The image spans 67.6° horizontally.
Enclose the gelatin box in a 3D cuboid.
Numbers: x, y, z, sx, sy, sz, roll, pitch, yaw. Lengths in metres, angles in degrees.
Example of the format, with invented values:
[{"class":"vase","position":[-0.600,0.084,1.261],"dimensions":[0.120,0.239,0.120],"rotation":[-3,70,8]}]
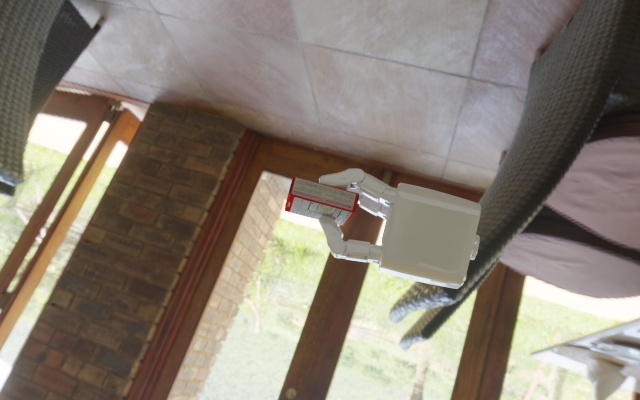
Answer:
[{"class":"gelatin box","position":[0.000,0.002,0.633],"dimensions":[0.089,0.030,0.073],"rotation":[14,-19,-4]}]
